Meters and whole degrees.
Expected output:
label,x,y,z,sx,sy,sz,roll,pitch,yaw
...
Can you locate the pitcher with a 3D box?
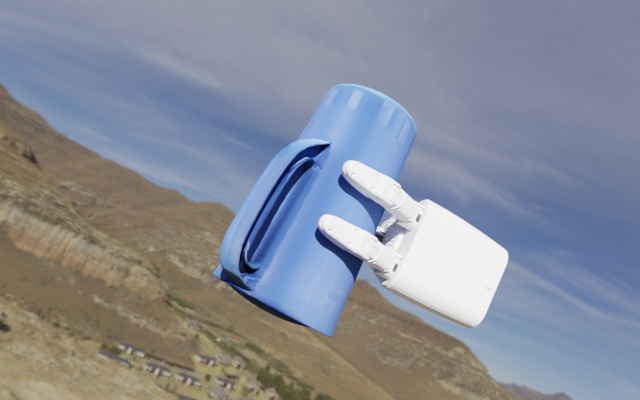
label,x,y,z,sx,sy,sz,roll,pitch,yaw
pitcher,0.000,0.002,0.488,0.145,0.242,0.149,30,-12,-11
